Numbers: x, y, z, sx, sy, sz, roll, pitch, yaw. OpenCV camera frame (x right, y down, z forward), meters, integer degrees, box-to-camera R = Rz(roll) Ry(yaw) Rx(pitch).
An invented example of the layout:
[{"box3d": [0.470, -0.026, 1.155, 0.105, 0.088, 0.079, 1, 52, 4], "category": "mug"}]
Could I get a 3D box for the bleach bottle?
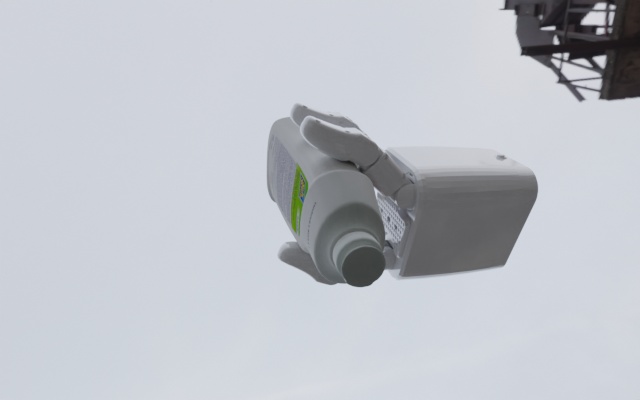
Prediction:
[{"box3d": [0.000, 0.001, 0.405, 0.068, 0.103, 0.250, -3, 23, -12], "category": "bleach bottle"}]
